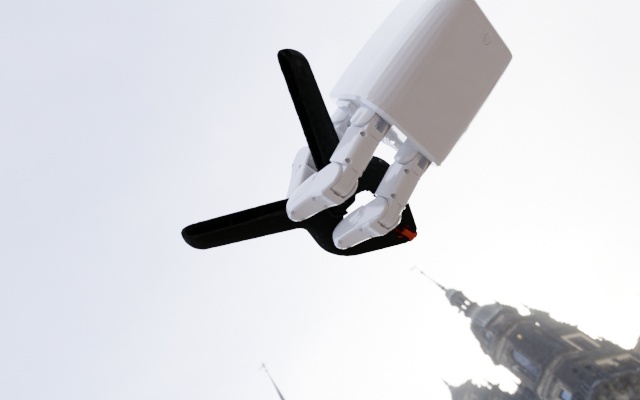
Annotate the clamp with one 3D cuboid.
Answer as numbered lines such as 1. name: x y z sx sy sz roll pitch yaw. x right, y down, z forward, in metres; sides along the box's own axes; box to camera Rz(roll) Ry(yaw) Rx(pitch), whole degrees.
1. clamp: 0.000 0.001 0.403 0.210 0.164 0.036 34 4 -35
